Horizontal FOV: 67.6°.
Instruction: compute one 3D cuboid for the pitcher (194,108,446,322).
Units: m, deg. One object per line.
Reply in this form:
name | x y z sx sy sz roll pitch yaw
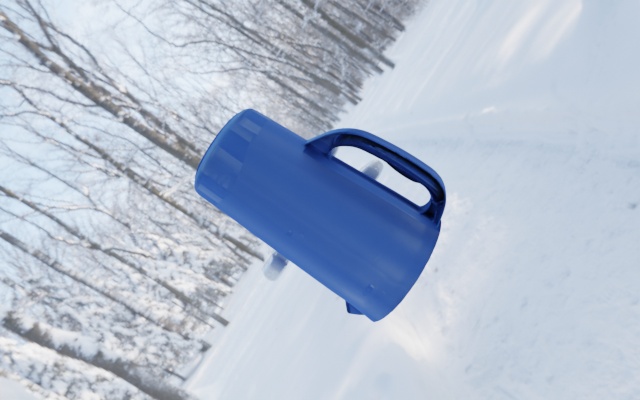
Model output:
pitcher | 0.000 0.002 0.504 0.243 0.149 0.145 33 -19 -2
